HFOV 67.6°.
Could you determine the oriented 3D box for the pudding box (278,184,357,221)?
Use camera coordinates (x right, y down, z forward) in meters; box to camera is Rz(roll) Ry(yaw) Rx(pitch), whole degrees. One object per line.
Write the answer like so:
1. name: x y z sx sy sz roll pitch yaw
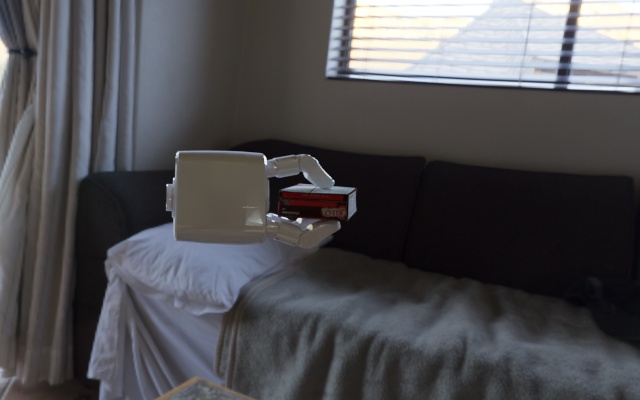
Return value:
1. pudding box: 0.000 0.002 0.638 0.090 0.039 0.113 4 8 10
